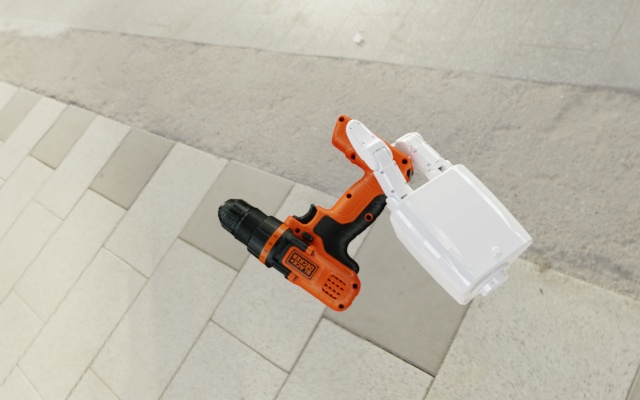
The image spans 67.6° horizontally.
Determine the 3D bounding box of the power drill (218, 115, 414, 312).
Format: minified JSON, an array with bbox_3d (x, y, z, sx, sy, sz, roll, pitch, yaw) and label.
[{"bbox_3d":[0.001,0.002,0.536,0.184,0.187,0.057,34,-1,9],"label":"power drill"}]
